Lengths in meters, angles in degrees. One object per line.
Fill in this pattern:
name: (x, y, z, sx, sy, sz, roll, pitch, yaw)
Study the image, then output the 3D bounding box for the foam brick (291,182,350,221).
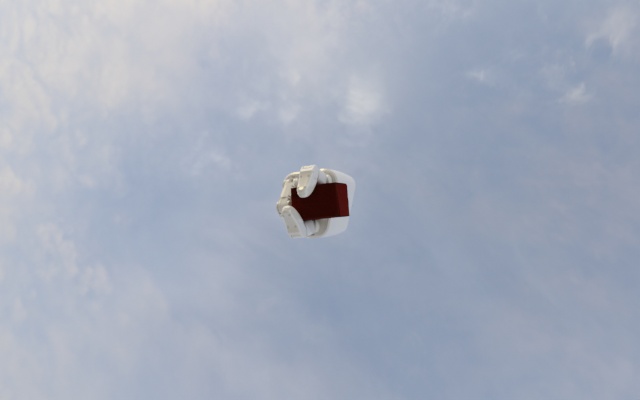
foam brick: (0.000, 0.002, 0.734, 0.078, 0.053, 0.051, -6, -3, 23)
